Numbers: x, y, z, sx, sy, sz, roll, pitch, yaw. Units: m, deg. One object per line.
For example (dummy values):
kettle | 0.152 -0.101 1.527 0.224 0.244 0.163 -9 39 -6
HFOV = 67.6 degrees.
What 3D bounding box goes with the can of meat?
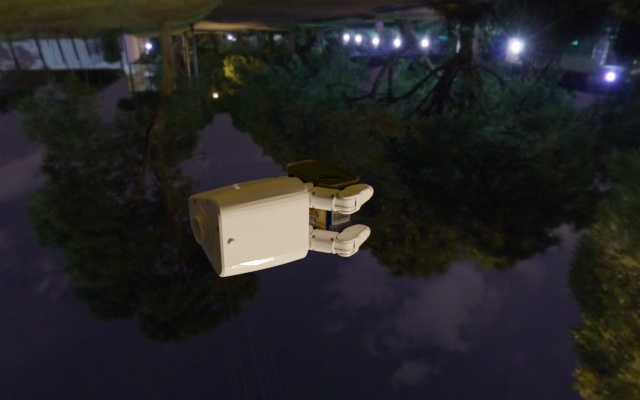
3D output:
can of meat | 0.000 0.002 0.608 0.057 0.084 0.102 -14 26 -35
